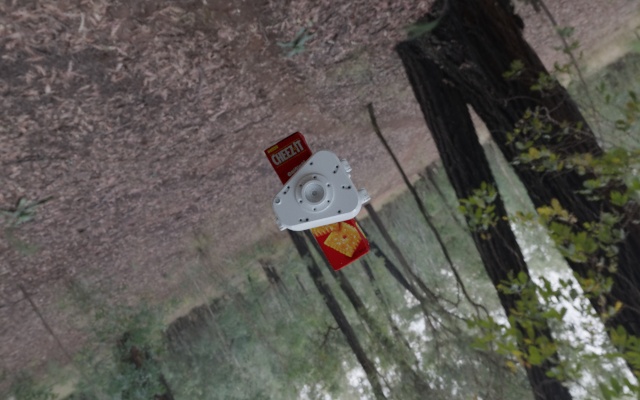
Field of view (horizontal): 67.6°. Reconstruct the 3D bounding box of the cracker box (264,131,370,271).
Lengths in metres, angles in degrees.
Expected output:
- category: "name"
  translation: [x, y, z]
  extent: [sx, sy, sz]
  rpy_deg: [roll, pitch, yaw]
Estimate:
- category: "cracker box"
  translation: [0.000, 0.003, 0.795]
  extent: [0.072, 0.213, 0.164]
  rpy_deg: [-30, -4, 2]
